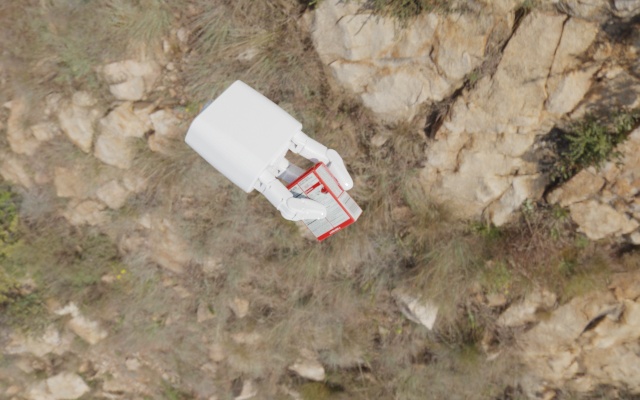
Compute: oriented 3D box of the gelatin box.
[{"bbox_3d":[0.000,0.003,0.634,0.073,0.089,0.030,-34,9,40],"label":"gelatin box"}]
